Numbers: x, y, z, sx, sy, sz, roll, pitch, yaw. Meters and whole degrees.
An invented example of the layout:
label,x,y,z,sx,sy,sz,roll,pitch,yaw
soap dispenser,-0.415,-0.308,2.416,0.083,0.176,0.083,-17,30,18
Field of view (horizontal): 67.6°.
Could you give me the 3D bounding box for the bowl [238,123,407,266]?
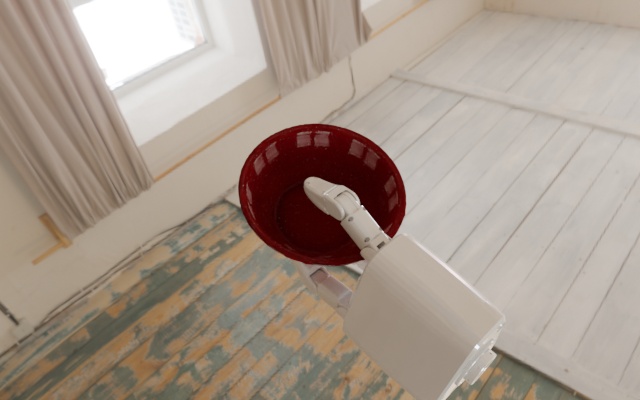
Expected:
label,x,y,z,sx,sy,sz,roll,pitch,yaw
bowl,-0.001,0.001,0.477,0.162,0.162,0.055,0,-32,-8
